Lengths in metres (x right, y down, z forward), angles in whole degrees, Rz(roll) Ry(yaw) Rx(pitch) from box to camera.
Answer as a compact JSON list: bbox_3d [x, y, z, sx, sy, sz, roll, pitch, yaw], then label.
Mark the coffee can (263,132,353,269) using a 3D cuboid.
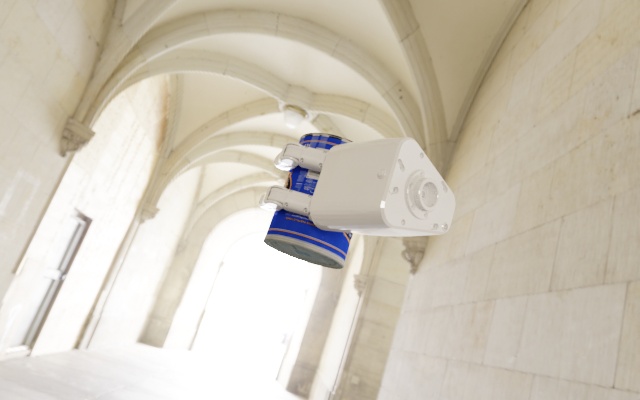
[{"bbox_3d":[0.000,0.002,0.593,0.103,0.140,0.103,17,-16,5],"label":"coffee can"}]
